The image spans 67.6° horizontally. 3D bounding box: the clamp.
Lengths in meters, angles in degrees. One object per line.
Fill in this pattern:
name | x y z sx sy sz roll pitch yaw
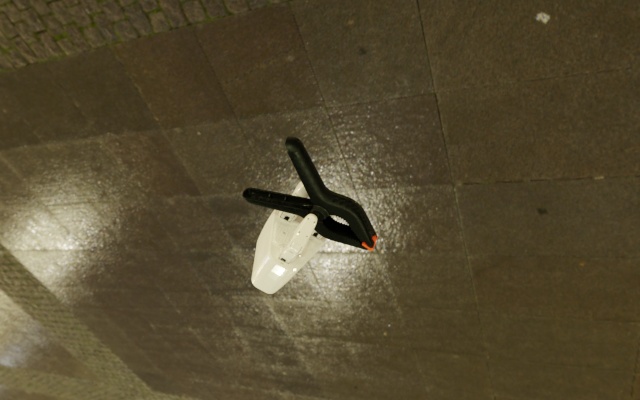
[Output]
clamp | 0.000 0.003 0.689 0.210 0.036 0.165 30 -38 -6
